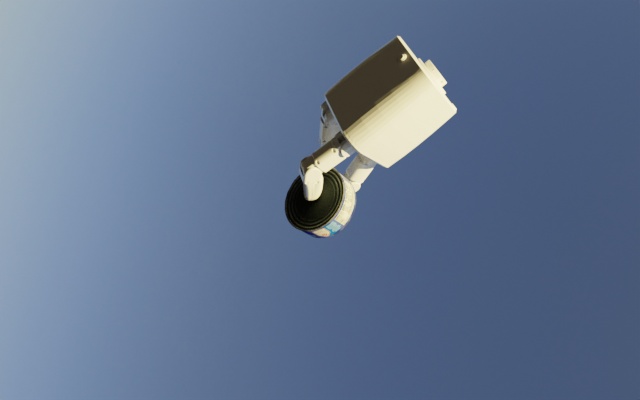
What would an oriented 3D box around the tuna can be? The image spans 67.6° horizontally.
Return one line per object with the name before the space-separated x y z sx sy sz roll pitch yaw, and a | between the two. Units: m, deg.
tuna can | 0.000 0.002 0.585 0.086 0.086 0.034 0 -21 36
